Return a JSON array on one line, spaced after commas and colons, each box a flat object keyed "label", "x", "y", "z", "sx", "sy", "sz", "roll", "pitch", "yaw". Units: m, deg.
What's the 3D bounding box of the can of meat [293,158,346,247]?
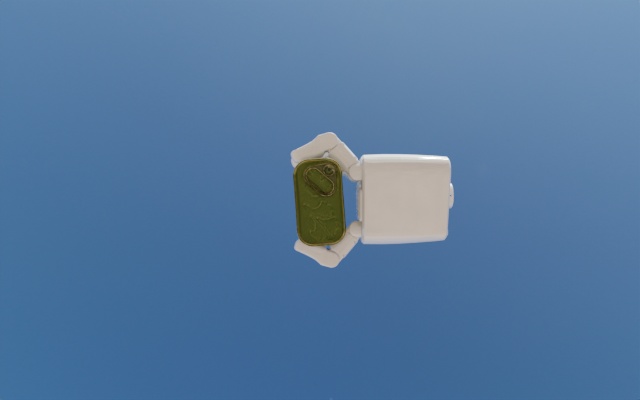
[{"label": "can of meat", "x": 0.000, "y": 0.002, "z": 0.593, "sx": 0.057, "sy": 0.102, "sz": 0.084, "roll": -4, "pitch": 0, "yaw": 2}]
